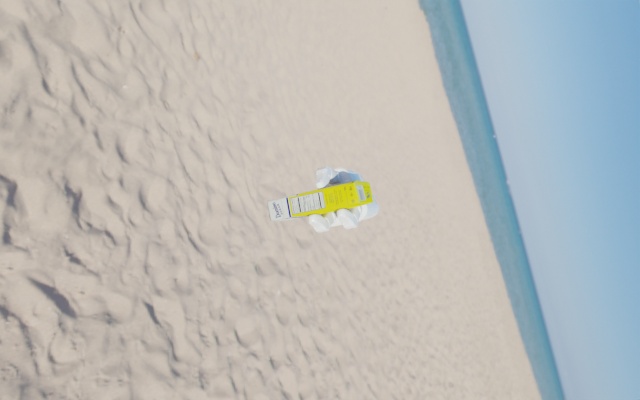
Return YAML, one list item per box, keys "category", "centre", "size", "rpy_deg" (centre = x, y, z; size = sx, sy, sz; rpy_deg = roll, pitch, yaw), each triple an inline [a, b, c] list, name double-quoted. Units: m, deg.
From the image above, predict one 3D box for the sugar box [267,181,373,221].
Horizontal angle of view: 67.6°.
- category: "sugar box"
  centre: [0.000, 0.003, 0.888]
  size: [0.176, 0.048, 0.093]
  rpy_deg: [-15, -6, 22]
